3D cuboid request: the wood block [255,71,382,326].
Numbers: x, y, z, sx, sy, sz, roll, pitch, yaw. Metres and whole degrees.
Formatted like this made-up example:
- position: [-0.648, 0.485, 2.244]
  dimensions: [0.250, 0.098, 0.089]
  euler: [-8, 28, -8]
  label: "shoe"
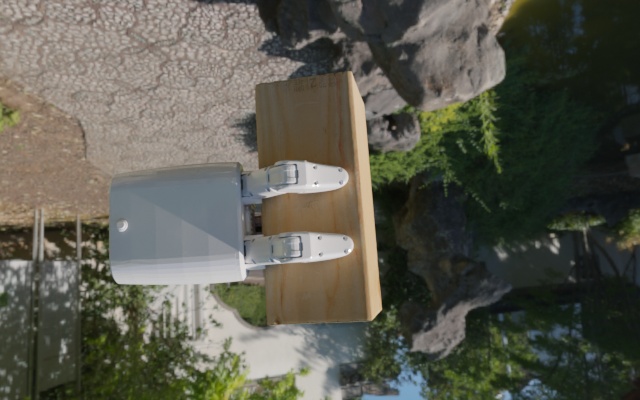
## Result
- position: [0.000, 0.002, 0.437]
  dimensions: [0.090, 0.206, 0.091]
  euler: [-5, -8, 11]
  label: "wood block"
